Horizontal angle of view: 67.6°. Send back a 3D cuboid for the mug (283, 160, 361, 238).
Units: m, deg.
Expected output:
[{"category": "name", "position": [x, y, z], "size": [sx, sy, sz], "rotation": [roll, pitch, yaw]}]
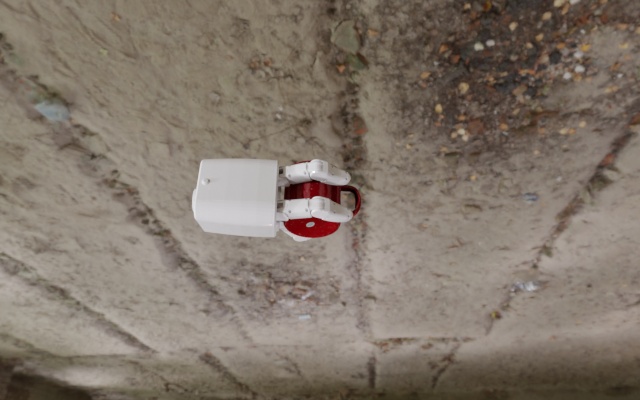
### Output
[{"category": "mug", "position": [0.002, 0.003, 0.688], "size": [0.117, 0.081, 0.093], "rotation": [3, -31, -4]}]
